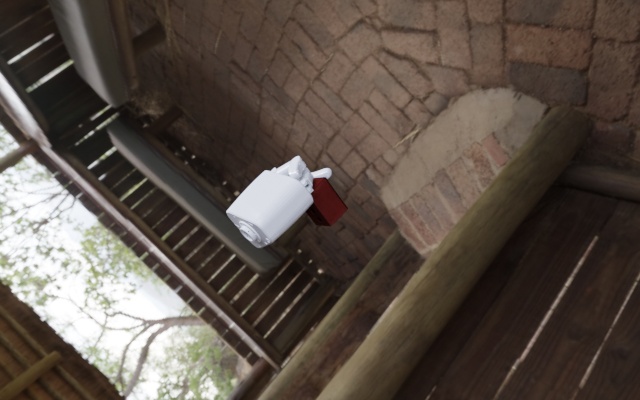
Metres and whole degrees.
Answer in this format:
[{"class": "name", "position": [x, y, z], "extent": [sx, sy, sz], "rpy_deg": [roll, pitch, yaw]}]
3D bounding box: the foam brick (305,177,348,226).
[{"class": "foam brick", "position": [0.000, 0.003, 0.869], "extent": [0.051, 0.078, 0.053], "rpy_deg": [-48, 25, -25]}]
